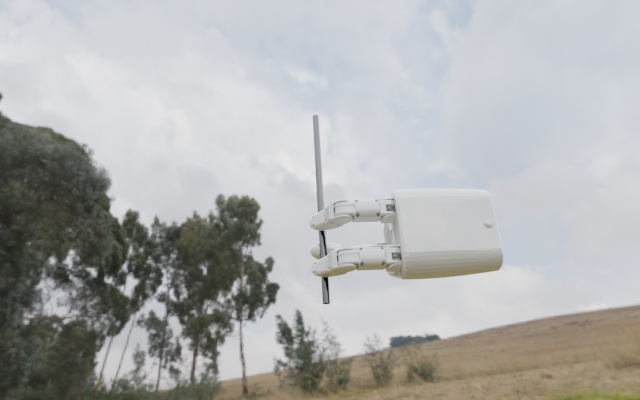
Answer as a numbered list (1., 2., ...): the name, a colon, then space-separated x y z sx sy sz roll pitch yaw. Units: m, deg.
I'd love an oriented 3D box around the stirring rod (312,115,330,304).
1. stirring rod: 0.000 0.002 0.566 0.011 0.239 0.011 -3 -24 -1
